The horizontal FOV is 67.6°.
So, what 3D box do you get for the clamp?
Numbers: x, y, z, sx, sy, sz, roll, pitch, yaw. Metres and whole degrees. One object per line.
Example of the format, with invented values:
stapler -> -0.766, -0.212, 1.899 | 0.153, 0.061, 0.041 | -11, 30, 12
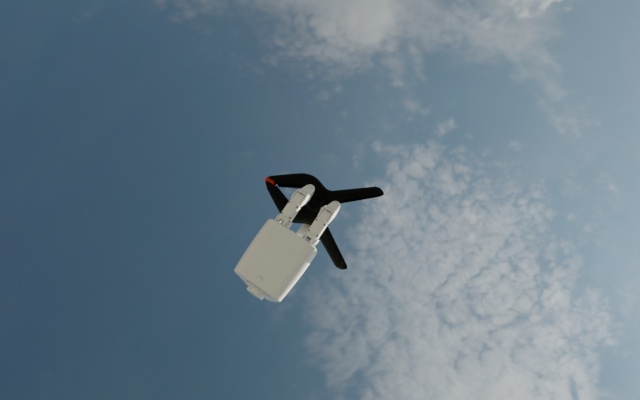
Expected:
clamp -> 0.000, 0.003, 0.861 | 0.210, 0.164, 0.036 | 33, -17, 8
